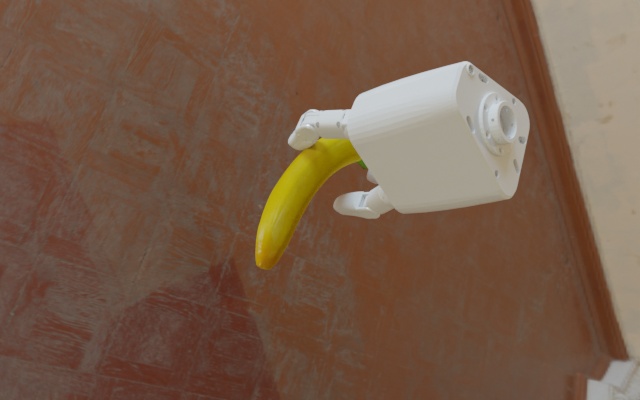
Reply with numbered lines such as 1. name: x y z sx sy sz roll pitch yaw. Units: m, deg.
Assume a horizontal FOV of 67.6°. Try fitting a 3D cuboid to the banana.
1. banana: -0.006 -0.016 0.479 0.037 0.070 0.197 -6 29 47
